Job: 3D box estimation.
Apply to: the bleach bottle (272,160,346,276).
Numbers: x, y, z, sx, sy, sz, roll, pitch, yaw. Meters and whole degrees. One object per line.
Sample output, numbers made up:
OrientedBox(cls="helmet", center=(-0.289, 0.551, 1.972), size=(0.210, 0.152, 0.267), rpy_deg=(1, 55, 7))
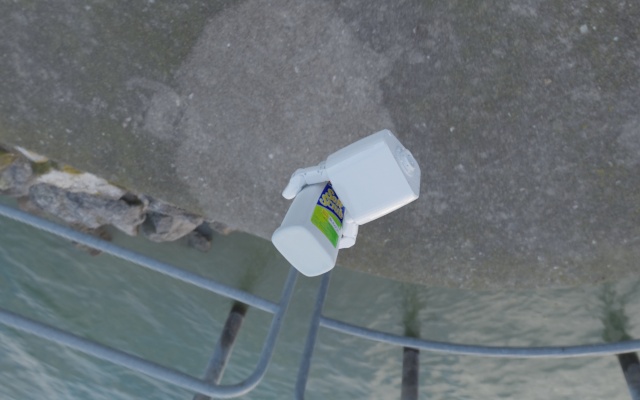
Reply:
OrientedBox(cls="bleach bottle", center=(0.000, 0.003, 0.789), size=(0.068, 0.103, 0.250), rpy_deg=(-25, 28, 29))
